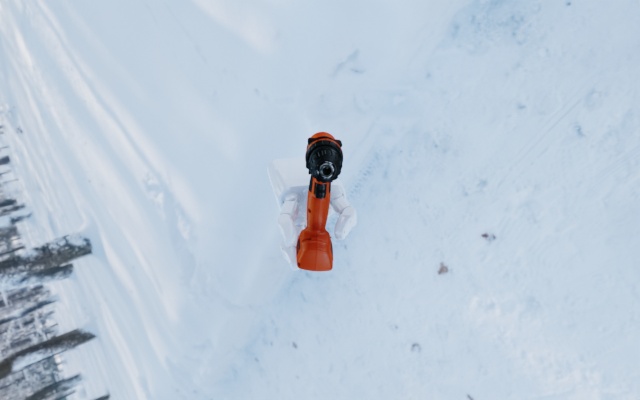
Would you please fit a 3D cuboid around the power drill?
[{"bbox_3d":[0.000,0.003,0.684,0.057,0.188,0.184,6,17,-2],"label":"power drill"}]
